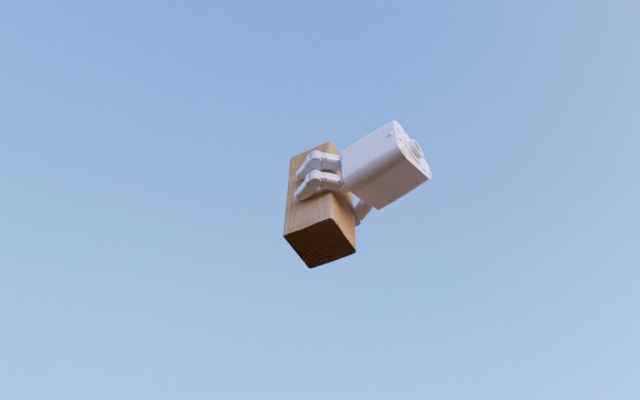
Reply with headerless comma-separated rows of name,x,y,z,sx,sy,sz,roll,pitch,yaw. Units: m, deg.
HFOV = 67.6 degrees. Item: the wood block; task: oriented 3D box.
wood block,0.001,0.003,0.827,0.090,0.091,0.206,-22,37,19
